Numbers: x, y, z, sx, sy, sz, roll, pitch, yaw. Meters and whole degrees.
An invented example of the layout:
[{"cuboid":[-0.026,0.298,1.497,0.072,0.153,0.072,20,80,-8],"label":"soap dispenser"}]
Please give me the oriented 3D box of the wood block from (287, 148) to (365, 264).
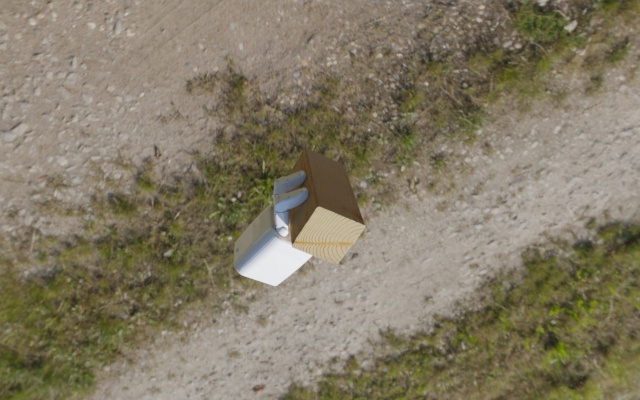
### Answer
[{"cuboid":[0.000,0.003,0.840,0.091,0.090,0.206,24,26,-21],"label":"wood block"}]
